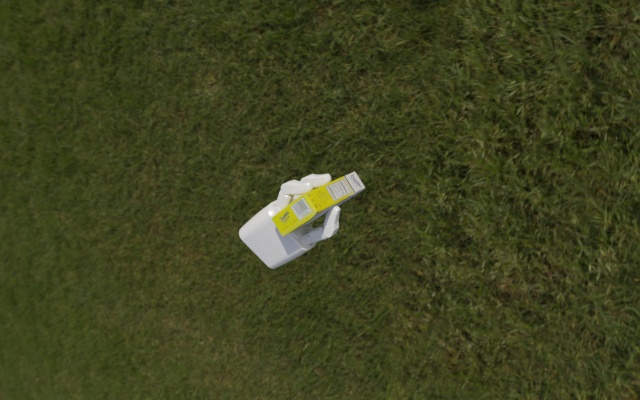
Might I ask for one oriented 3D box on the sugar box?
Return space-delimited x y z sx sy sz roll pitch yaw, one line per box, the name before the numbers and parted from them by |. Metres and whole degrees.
sugar box | 0.000 0.002 0.874 0.093 0.048 0.176 -34 -3 36
